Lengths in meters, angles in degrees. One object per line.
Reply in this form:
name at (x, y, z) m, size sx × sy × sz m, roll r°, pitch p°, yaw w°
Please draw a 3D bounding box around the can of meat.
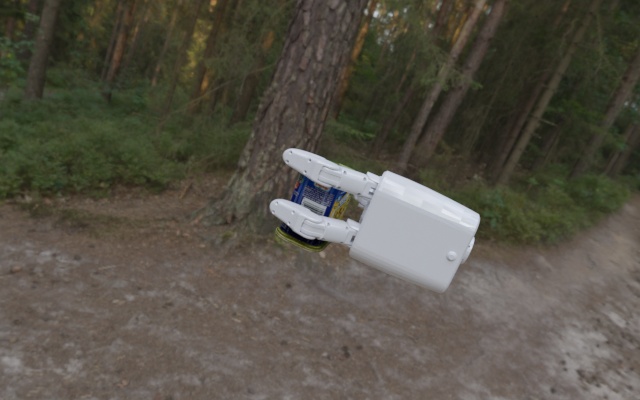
can of meat at (0.000, 0.001, 0.546) m, size 0.057 × 0.084 × 0.102 m, roll 25°, pitch 16°, yaw 11°
